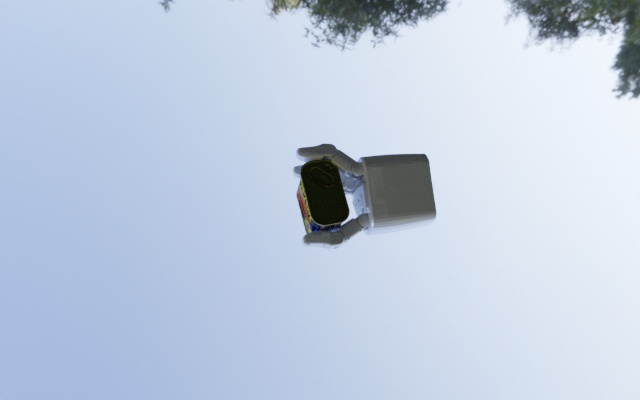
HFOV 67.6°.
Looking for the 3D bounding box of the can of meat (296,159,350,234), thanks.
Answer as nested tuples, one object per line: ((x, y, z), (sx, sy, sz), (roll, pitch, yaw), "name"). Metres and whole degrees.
((0.000, 0.003, 0.719), (0.057, 0.102, 0.084), (-10, -20, -13), "can of meat")
